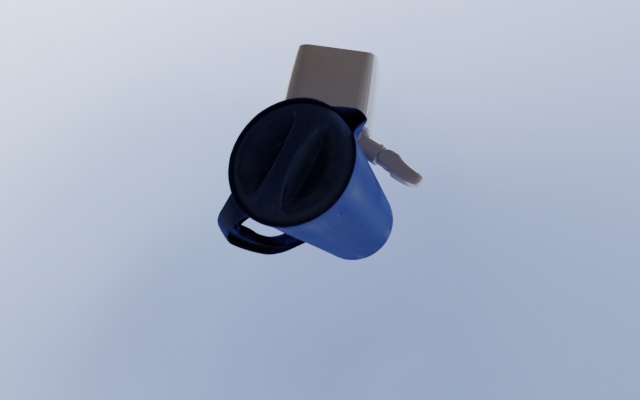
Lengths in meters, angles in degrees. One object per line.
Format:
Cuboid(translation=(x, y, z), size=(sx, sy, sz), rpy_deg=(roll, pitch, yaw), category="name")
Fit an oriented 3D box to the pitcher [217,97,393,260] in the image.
Cuboid(translation=(0.000, 0.002, 0.556), size=(0.149, 0.145, 0.243), rpy_deg=(3, -17, 22), category="pitcher")
